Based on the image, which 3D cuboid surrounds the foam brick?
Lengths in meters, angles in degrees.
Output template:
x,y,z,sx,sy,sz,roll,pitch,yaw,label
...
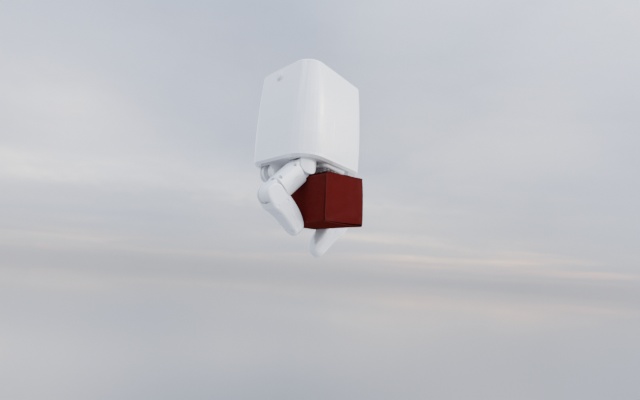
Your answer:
x,y,z,sx,sy,sz,roll,pitch,yaw,label
0.000,0.002,0.504,0.053,0.051,0.078,11,-11,-39,foam brick
